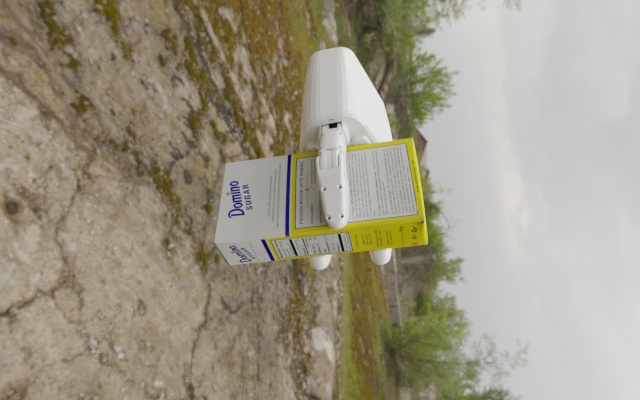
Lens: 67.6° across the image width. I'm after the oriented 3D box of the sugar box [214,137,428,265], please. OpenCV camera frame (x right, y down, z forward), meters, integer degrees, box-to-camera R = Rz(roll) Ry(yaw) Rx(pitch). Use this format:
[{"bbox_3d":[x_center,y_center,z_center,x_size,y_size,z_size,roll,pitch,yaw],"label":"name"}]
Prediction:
[{"bbox_3d":[0.000,0.002,0.424,0.176,0.093,0.048,-8,-38,10],"label":"sugar box"}]
